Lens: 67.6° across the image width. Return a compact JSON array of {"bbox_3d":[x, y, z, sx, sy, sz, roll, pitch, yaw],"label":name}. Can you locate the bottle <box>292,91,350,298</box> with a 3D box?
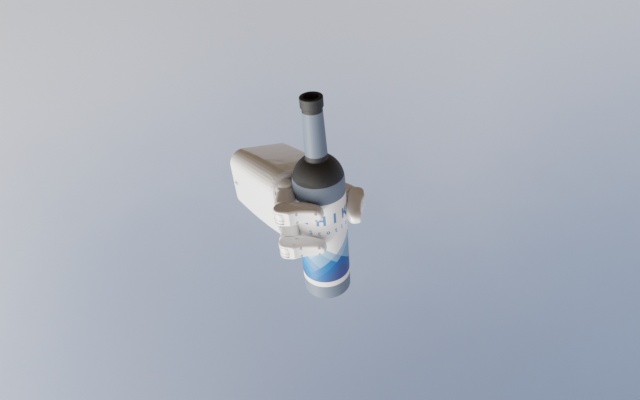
[{"bbox_3d":[0.000,0.002,0.616,0.069,0.296,0.069,-3,37,3],"label":"bottle"}]
